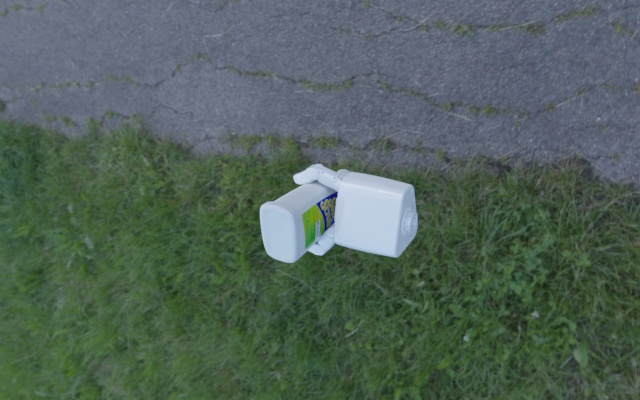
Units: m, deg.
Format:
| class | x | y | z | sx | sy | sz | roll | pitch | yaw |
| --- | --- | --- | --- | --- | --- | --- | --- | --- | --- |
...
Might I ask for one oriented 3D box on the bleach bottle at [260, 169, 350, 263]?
| class | x | y | z | sx | sy | sz | roll | pitch | yaw |
| --- | --- | --- | --- | --- | --- | --- | --- | --- | --- |
| bleach bottle | 0.000 | 0.003 | 0.812 | 0.068 | 0.103 | 0.250 | 14 | 31 | 29 |
